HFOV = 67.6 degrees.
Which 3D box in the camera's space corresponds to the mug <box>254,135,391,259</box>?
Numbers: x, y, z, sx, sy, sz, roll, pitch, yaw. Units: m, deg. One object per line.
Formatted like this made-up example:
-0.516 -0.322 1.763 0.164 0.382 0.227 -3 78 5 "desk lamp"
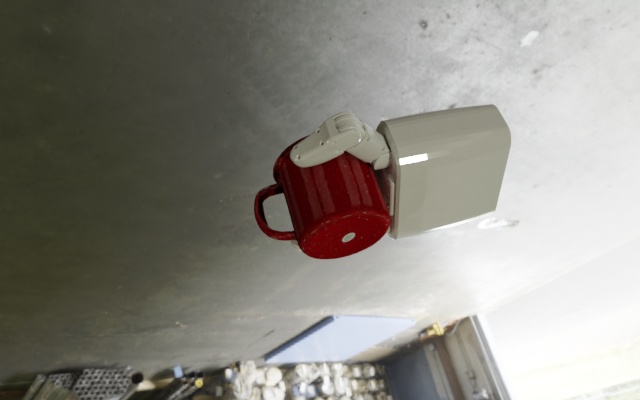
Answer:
-0.001 0.002 0.418 0.117 0.081 0.093 -13 -31 -7 "mug"
